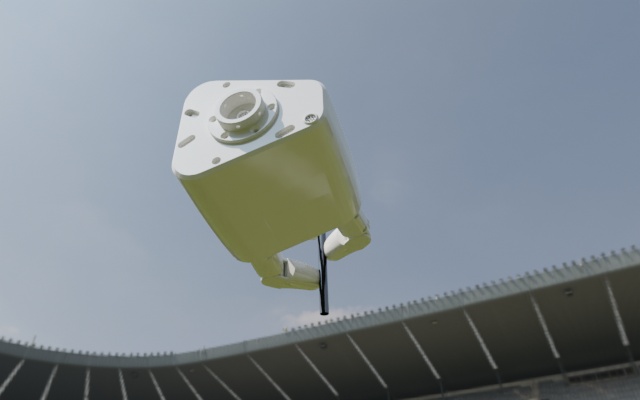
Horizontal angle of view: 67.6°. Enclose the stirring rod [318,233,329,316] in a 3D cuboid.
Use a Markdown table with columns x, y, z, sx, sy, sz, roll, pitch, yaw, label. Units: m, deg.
| x | y | z | sx | sy | sz | roll | pitch | yaw | label |
| --- | --- | --- | --- | --- | --- | --- | --- | --- | --- |
| 0.000 | 0.002 | 0.485 | 0.011 | 0.239 | 0.011 | -1 | -36 | -1 | stirring rod |
